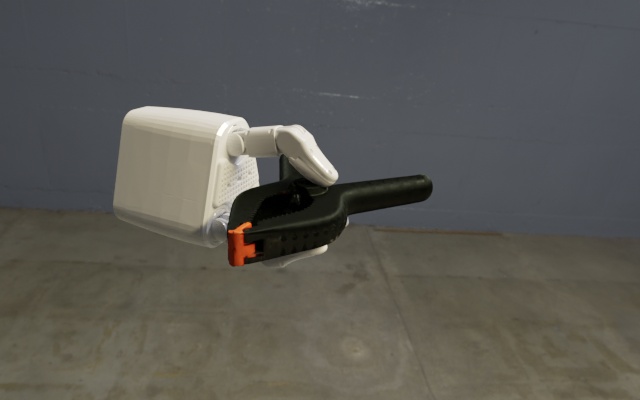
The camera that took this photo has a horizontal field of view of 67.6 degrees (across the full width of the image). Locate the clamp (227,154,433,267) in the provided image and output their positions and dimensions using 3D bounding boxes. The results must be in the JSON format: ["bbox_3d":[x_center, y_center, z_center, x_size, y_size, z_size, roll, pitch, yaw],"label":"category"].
[{"bbox_3d":[0.000,0.001,0.407,0.164,0.036,0.210,10,24,20],"label":"clamp"}]
